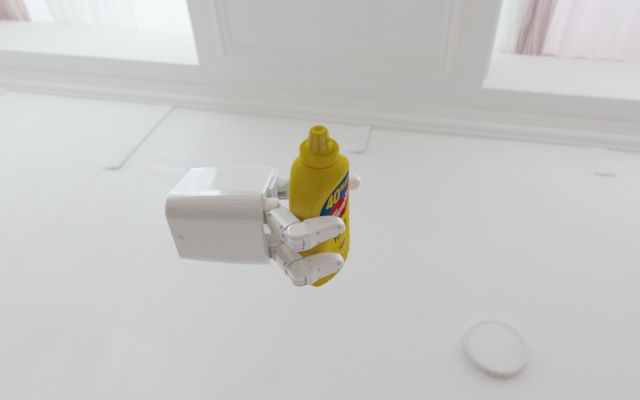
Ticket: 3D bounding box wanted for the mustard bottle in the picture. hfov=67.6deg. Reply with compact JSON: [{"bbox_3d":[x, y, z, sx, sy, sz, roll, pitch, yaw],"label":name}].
[{"bbox_3d":[0.000,0.002,0.532,0.058,0.192,0.096,18,45,22],"label":"mustard bottle"}]
